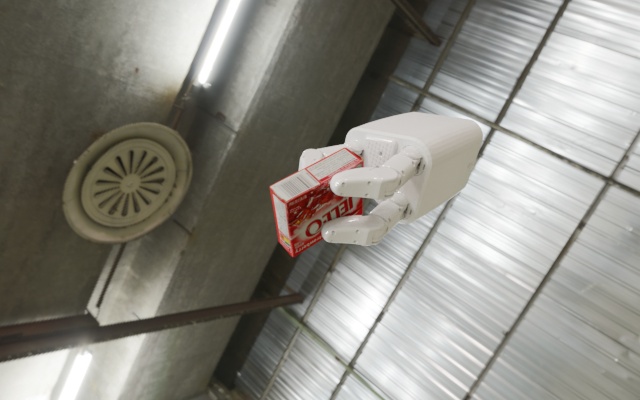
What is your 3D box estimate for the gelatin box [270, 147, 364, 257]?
[{"bbox_3d":[0.000,0.001,0.446,0.089,0.073,0.030,-29,50,-24],"label":"gelatin box"}]
